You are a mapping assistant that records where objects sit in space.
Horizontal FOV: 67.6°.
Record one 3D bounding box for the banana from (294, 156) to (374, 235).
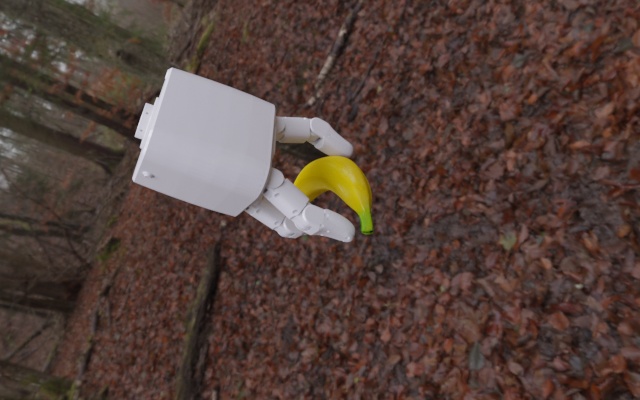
[{"bbox_3d":[0.006,-0.016,0.527,0.037,0.069,0.198,15,2,-23],"label":"banana"}]
